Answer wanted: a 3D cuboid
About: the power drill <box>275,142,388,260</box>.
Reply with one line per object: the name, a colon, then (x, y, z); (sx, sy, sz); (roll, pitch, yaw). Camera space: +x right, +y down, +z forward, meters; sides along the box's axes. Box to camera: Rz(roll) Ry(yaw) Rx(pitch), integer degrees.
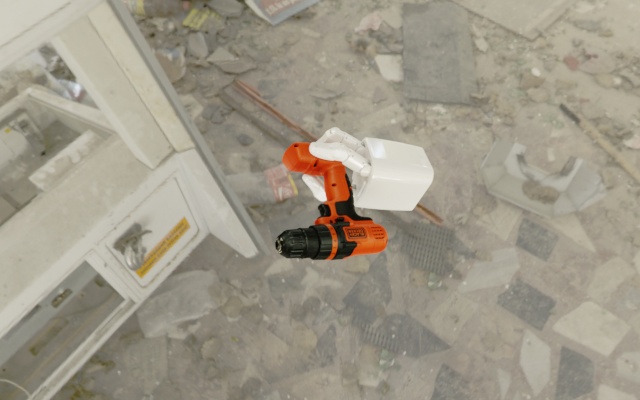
power drill: (0.000, 0.002, 0.727); (0.184, 0.187, 0.057); (1, -30, -33)
